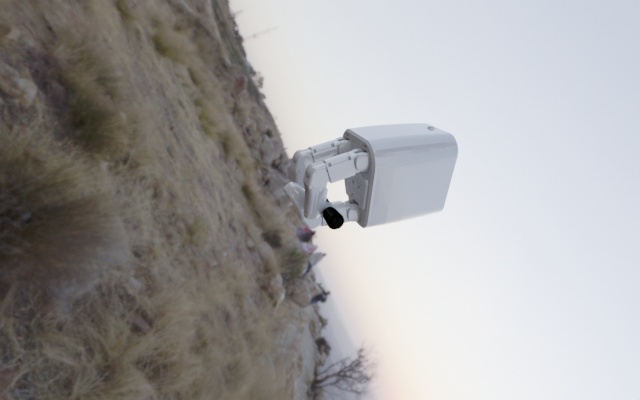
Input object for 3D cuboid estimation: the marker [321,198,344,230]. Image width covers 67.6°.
[{"bbox_3d":[0.000,0.002,0.544,0.020,0.020,0.121,0,22,-19],"label":"marker"}]
